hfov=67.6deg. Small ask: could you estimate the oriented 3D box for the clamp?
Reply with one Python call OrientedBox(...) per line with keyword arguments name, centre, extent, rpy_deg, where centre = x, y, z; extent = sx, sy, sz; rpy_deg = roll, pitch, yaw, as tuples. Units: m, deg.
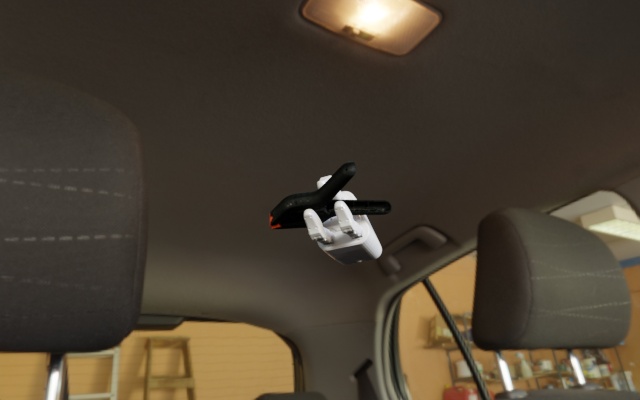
OrientedBox(name="clamp", centre=(0.000, 0.002, 0.804), extent=(0.210, 0.036, 0.165), rpy_deg=(-14, -32, 17))
